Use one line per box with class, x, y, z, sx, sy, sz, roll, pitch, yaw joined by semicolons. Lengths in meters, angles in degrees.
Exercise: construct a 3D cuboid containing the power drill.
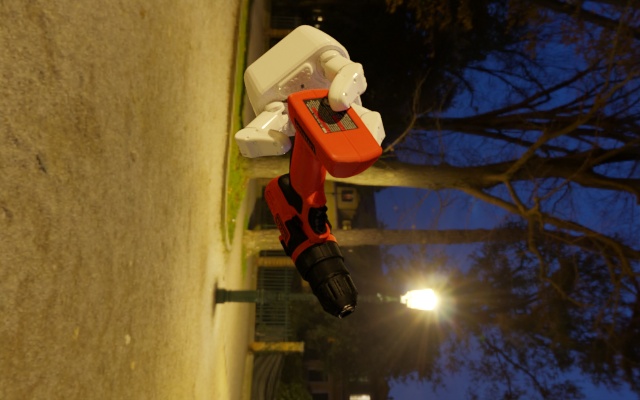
power drill;0.000;0.001;0.474;0.057;0.184;0.188;-13;-37;-27
